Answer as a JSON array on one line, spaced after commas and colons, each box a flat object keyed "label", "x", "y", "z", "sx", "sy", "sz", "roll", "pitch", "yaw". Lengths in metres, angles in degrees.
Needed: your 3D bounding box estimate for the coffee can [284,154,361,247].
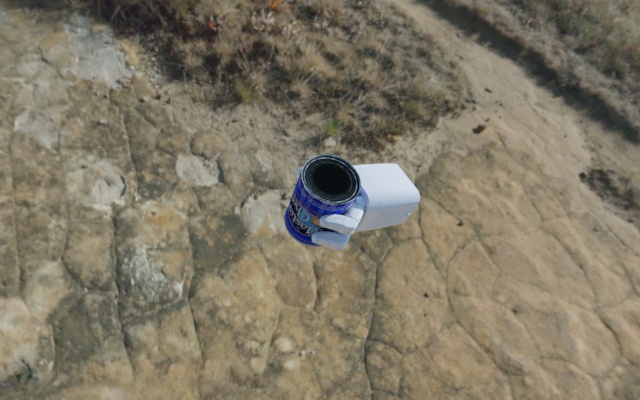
[{"label": "coffee can", "x": 0.000, "y": 0.003, "z": 0.829, "sx": 0.103, "sy": 0.102, "sz": 0.140, "roll": 0, "pitch": -33, "yaw": -18}]
